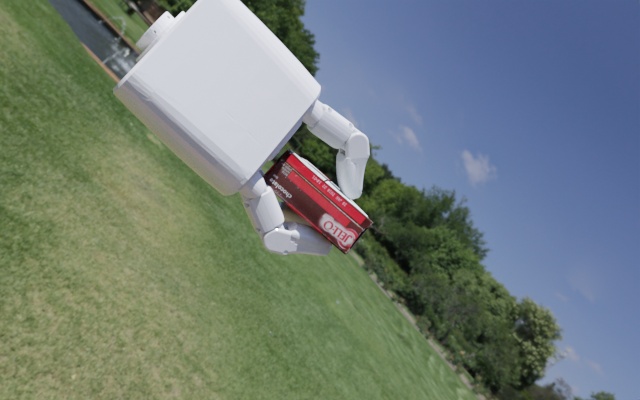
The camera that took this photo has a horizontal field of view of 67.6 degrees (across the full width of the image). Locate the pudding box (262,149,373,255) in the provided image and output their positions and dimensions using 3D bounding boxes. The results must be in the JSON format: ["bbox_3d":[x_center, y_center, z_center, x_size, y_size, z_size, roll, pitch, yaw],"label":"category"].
[{"bbox_3d":[0.000,0.001,0.420,0.090,0.039,0.113,42,4,3],"label":"pudding box"}]
